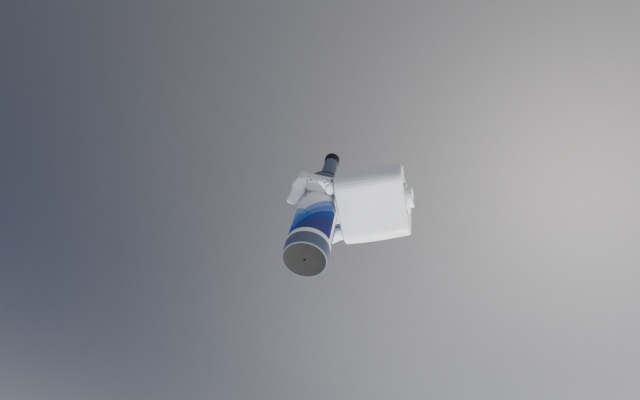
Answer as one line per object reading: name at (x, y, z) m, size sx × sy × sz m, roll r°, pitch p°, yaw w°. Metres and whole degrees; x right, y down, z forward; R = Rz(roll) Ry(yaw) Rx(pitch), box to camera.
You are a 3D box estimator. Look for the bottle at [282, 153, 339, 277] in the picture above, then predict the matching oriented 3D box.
bottle at (0.000, 0.003, 0.790) m, size 0.069 × 0.069 × 0.295 m, roll 0°, pitch 34°, yaw 11°
